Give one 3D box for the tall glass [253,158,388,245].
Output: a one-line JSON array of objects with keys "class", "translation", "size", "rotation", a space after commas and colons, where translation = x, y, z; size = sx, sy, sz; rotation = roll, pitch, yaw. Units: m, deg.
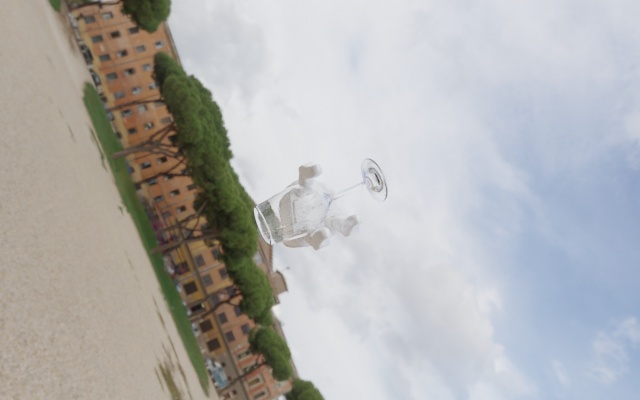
[{"class": "tall glass", "translation": [0.001, 0.002, 0.737], "size": [0.201, 0.079, 0.079], "rotation": [-22, 8, -19]}]
